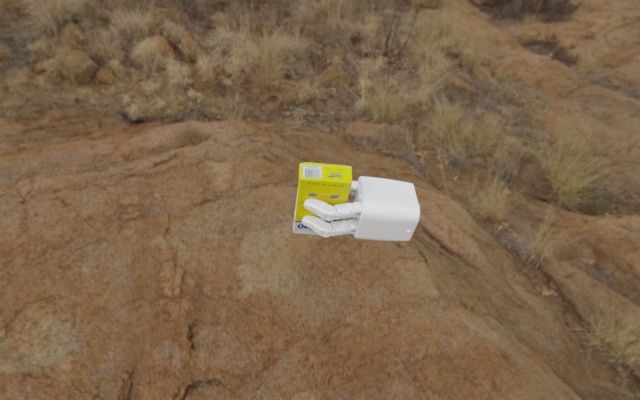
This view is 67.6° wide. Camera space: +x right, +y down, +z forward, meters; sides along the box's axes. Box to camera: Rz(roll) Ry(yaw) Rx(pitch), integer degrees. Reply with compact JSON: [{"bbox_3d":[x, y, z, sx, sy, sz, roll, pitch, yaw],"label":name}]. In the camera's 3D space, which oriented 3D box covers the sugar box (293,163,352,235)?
[{"bbox_3d":[0.000,0.003,0.892,0.093,0.048,0.176,5,-38,-3],"label":"sugar box"}]
